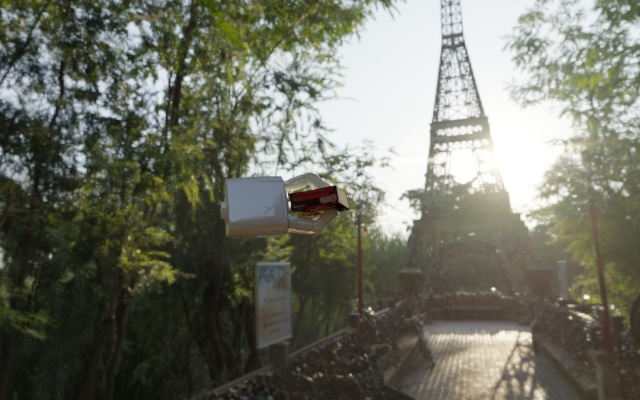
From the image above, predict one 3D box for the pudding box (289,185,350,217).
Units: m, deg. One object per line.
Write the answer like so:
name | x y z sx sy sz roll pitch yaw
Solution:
pudding box | 0.000 0.003 0.898 0.090 0.039 0.113 -9 -7 13
